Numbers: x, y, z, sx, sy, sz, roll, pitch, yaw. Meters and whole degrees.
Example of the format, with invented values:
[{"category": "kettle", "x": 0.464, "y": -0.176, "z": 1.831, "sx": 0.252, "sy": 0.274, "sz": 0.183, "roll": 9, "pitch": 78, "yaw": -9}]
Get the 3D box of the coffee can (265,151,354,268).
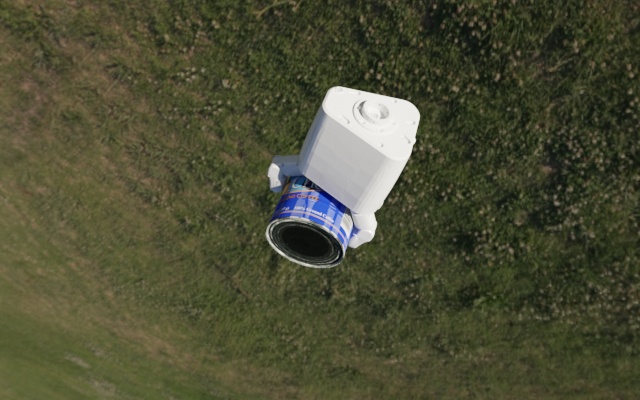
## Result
[{"category": "coffee can", "x": 0.000, "y": 0.002, "z": 0.627, "sx": 0.103, "sy": 0.140, "sz": 0.103, "roll": 13, "pitch": -37, "yaw": 10}]
